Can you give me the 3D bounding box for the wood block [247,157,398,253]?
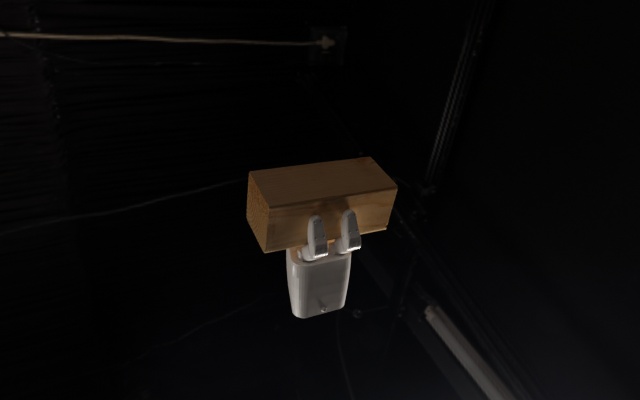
[{"bbox_3d":[0.000,0.003,0.732,0.206,0.090,0.090,-9,39,-24],"label":"wood block"}]
